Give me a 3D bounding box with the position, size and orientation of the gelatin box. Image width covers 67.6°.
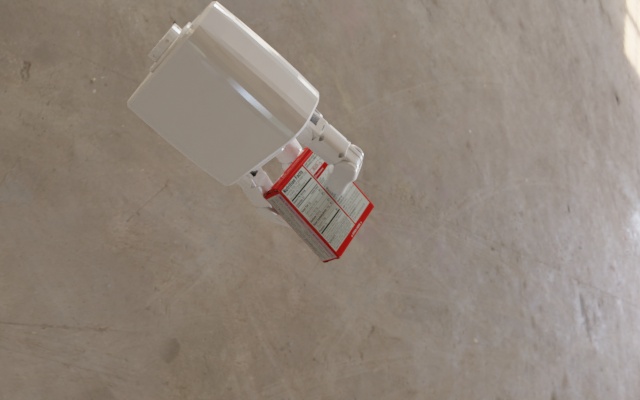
[{"bbox_3d":[0.001,0.002,0.451,0.030,0.089,0.073,-23,24,51],"label":"gelatin box"}]
